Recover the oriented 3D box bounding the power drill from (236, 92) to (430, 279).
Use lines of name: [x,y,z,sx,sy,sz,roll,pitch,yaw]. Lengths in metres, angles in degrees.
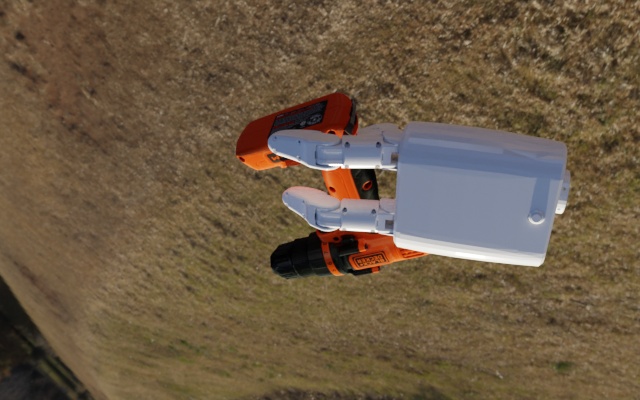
power drill: [0.000,0.001,0.455,0.184,0.057,0.188,-16,-50,21]
